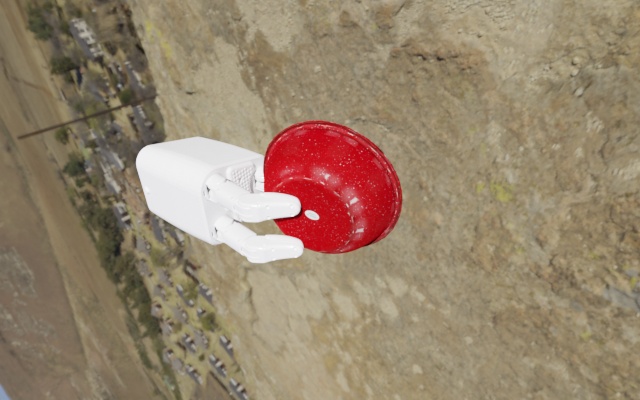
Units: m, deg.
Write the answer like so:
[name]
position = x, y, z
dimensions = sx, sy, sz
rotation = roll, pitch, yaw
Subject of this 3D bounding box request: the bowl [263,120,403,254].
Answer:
[bowl]
position = 0.001, 0.002, 0.496
dimensions = 0.162, 0.162, 0.055
rotation = 0, 33, 27
